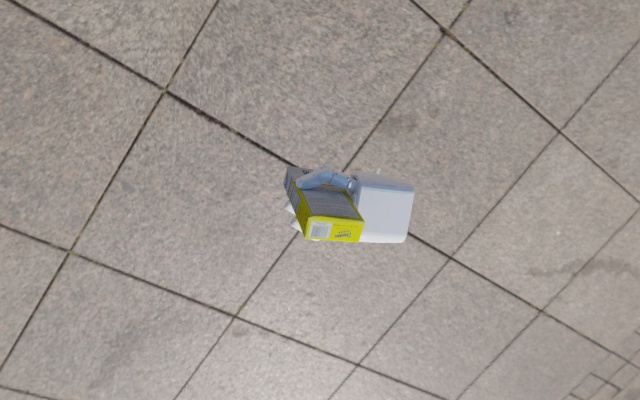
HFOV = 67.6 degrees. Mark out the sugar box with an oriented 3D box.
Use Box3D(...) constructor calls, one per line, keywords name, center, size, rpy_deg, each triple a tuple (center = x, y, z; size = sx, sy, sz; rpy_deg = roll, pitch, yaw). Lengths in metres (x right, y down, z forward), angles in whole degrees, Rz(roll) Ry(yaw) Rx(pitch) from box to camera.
Box3D(name="sugar box", center=(0.000, 0.003, 0.797), size=(0.093, 0.048, 0.176), rpy_deg=(6, 25, -19))
